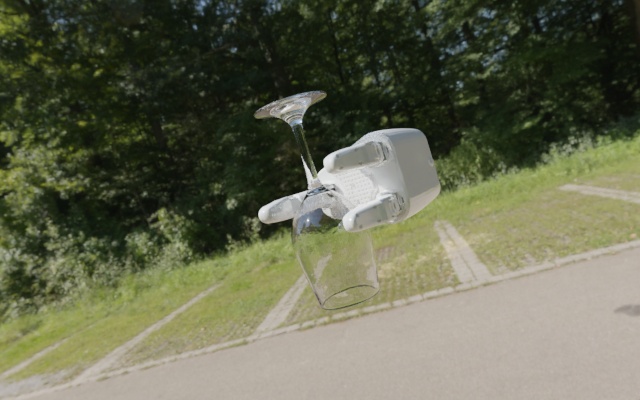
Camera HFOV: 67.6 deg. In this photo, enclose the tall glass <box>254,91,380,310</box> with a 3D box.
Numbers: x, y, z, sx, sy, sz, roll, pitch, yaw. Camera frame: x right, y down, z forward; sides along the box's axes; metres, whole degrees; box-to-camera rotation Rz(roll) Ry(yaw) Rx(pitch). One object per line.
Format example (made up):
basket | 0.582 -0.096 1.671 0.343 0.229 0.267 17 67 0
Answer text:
tall glass | 0.000 0.001 0.468 0.079 0.201 0.079 -17 2 1
